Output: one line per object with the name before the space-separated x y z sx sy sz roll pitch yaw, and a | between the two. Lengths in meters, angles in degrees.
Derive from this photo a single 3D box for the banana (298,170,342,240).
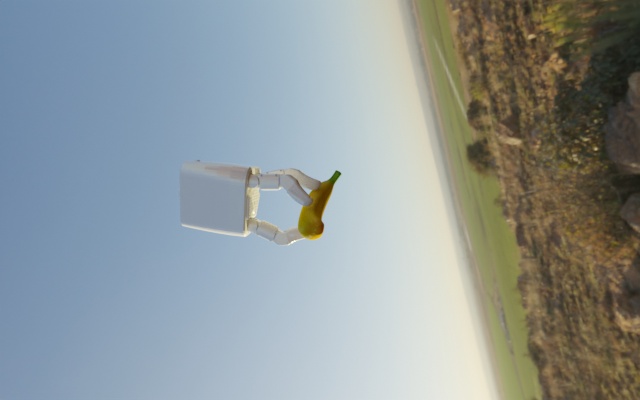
banana | -0.008 0.015 0.733 0.037 0.070 0.197 28 29 -6
